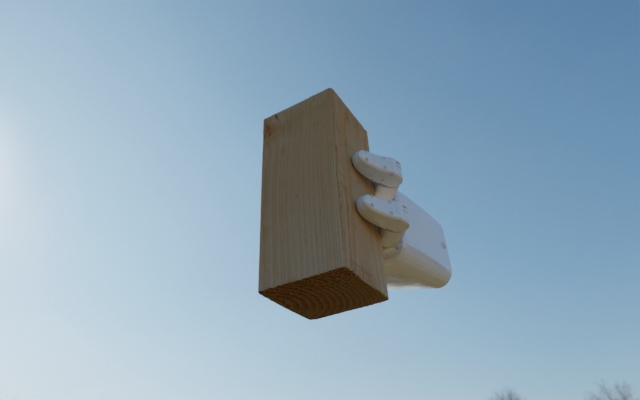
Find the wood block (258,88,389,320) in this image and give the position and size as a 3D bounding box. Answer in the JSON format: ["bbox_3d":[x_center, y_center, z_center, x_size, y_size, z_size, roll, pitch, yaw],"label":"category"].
[{"bbox_3d":[0.000,0.002,0.485,0.091,0.206,0.090,-21,-38,24],"label":"wood block"}]
